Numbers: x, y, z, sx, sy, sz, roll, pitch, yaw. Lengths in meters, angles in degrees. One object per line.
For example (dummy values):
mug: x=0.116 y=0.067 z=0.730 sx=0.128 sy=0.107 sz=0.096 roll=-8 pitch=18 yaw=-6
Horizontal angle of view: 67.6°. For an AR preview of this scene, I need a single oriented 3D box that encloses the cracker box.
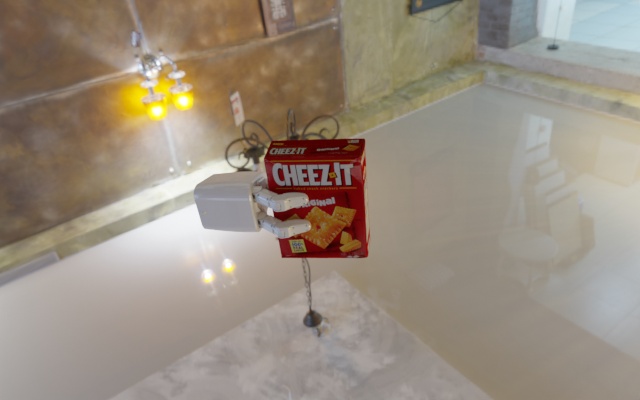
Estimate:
cracker box: x=0.000 y=0.003 z=0.838 sx=0.164 sy=0.214 sz=0.072 roll=0 pitch=34 yaw=10
